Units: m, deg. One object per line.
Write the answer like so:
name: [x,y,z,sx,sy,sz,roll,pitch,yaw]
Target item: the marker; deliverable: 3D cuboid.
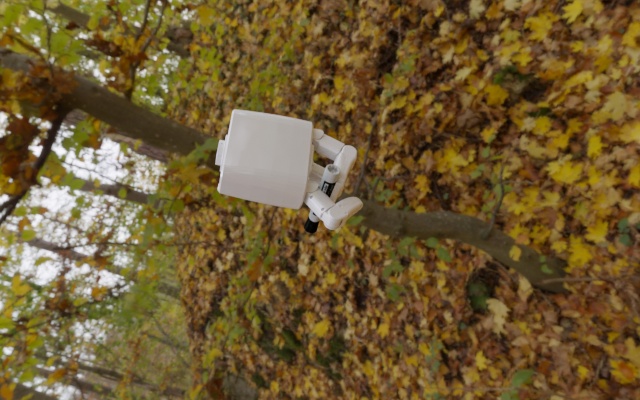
marker: [0.000,0.002,0.621,0.020,0.020,0.121,0,-41,-20]
